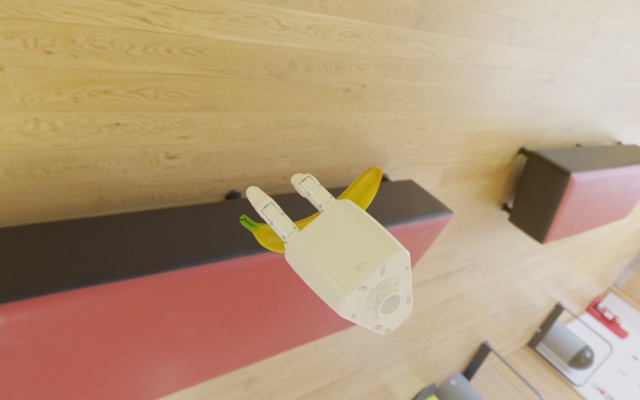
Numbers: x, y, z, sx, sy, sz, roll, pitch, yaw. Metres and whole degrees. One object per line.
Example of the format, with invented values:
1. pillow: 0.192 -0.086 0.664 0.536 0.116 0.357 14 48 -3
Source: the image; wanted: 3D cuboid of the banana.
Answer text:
1. banana: 0.001 0.020 0.605 0.198 0.070 0.037 -22 27 -19
